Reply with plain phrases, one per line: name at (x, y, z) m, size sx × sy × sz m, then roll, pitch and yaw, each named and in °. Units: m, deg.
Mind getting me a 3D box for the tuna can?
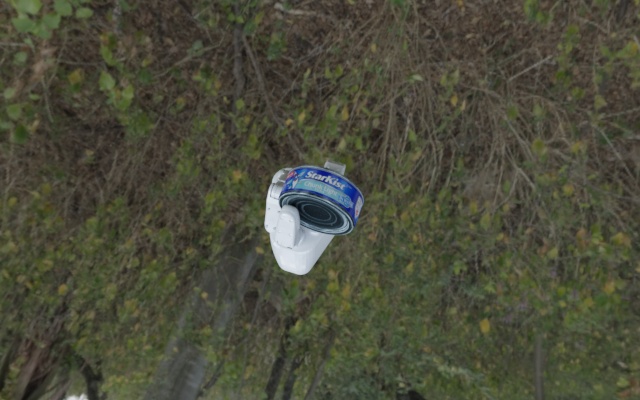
tuna can at (0.000, 0.002, 0.498) m, size 0.086 × 0.033 × 0.086 m, roll 17°, pitch -26°, yaw 9°
